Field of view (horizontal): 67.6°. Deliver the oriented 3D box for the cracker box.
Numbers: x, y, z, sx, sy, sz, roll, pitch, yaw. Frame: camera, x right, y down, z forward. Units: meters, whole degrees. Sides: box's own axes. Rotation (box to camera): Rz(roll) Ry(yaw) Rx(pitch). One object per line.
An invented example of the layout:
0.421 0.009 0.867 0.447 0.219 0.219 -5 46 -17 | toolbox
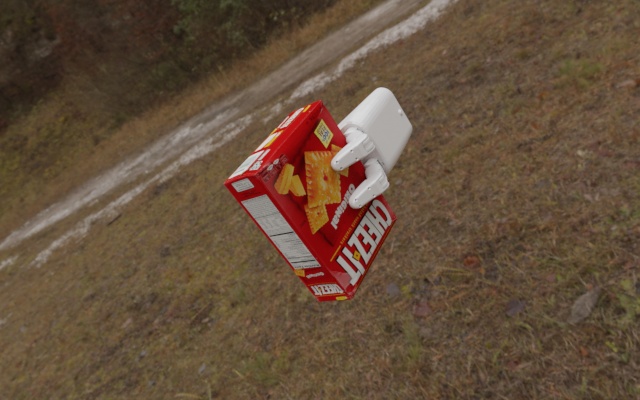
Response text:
0.000 0.002 0.637 0.072 0.214 0.164 -13 31 45 | cracker box
